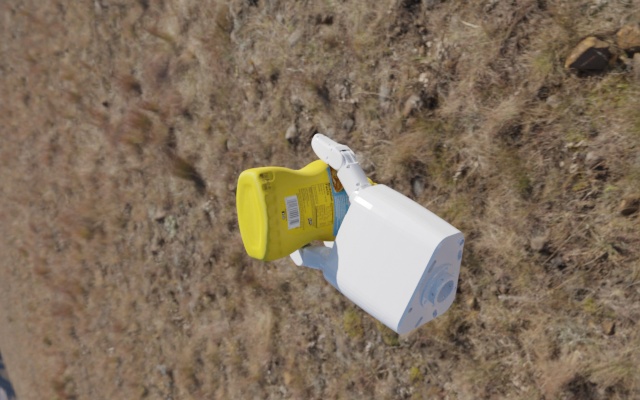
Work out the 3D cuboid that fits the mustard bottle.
[{"bbox_3d":[0.000,0.002,0.546,0.191,0.096,0.058,-12,8,-40],"label":"mustard bottle"}]
